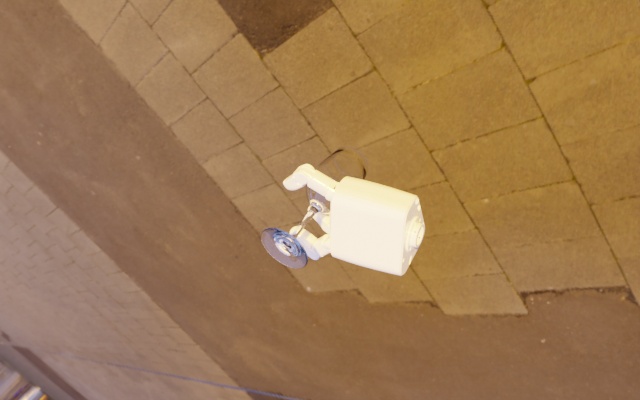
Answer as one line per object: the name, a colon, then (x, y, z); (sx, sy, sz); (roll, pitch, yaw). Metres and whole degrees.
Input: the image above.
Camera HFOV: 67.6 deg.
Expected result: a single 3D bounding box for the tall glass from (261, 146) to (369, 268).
tall glass: (0.000, 0.003, 0.699); (0.079, 0.079, 0.201); (0, 39, 39)
